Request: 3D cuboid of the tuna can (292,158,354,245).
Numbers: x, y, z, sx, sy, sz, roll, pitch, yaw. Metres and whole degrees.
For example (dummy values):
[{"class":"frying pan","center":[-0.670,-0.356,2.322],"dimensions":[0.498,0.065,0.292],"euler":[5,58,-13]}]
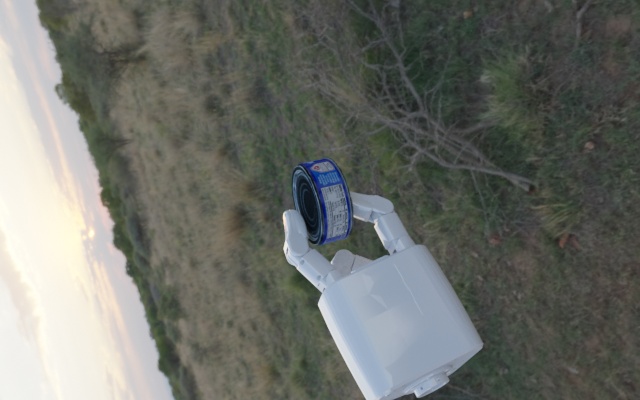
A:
[{"class":"tuna can","center":[0.000,0.002,0.484],"dimensions":[0.034,0.086,0.086],"euler":[-13,4,-19]}]
